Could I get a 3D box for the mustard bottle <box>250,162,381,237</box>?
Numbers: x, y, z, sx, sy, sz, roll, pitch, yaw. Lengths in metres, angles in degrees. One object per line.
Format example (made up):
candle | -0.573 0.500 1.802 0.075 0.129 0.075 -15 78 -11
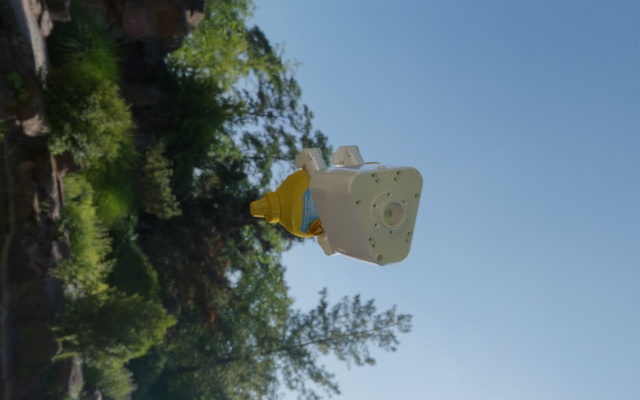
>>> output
mustard bottle | 0.000 0.002 0.650 0.191 0.096 0.058 -6 30 -22
